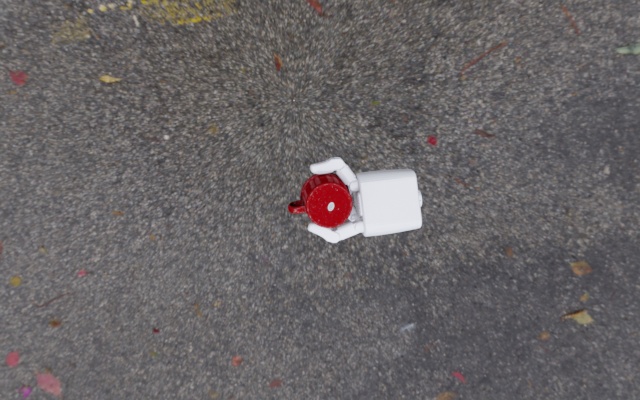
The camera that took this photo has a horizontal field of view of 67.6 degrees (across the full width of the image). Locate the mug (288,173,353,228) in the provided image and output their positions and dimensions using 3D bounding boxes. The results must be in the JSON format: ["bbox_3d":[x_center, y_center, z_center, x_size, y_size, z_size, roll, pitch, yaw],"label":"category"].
[{"bbox_3d":[-0.001,0.003,0.844,0.117,0.093,0.081,-9,12,-3],"label":"mug"}]
